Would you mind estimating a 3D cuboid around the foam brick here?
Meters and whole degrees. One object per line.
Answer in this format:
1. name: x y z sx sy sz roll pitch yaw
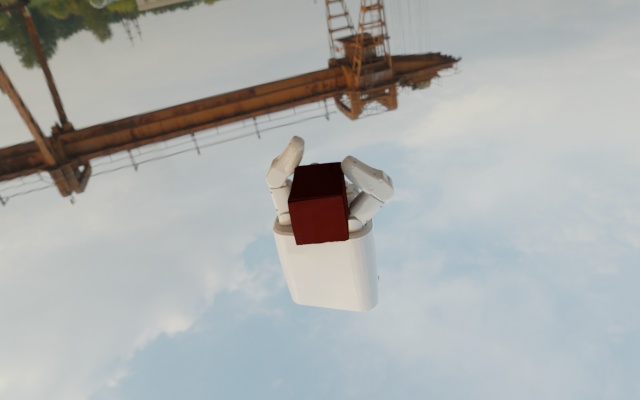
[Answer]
1. foam brick: 0.000 0.002 0.473 0.053 0.051 0.078 -5 28 6
